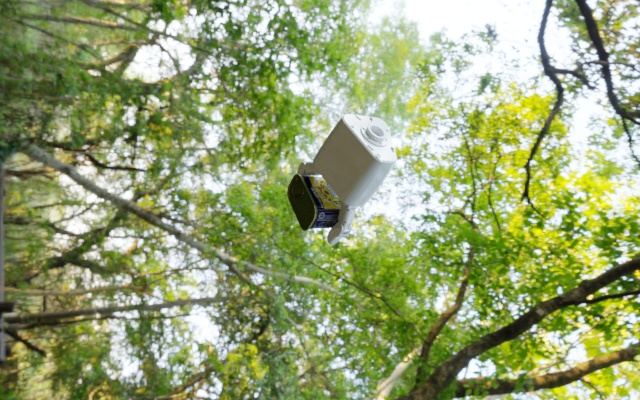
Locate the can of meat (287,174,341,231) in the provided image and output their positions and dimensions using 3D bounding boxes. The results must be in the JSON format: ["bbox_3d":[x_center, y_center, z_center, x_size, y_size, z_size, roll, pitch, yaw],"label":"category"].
[{"bbox_3d":[0.000,0.003,0.841,0.084,0.102,0.057,0,-43,-33],"label":"can of meat"}]
